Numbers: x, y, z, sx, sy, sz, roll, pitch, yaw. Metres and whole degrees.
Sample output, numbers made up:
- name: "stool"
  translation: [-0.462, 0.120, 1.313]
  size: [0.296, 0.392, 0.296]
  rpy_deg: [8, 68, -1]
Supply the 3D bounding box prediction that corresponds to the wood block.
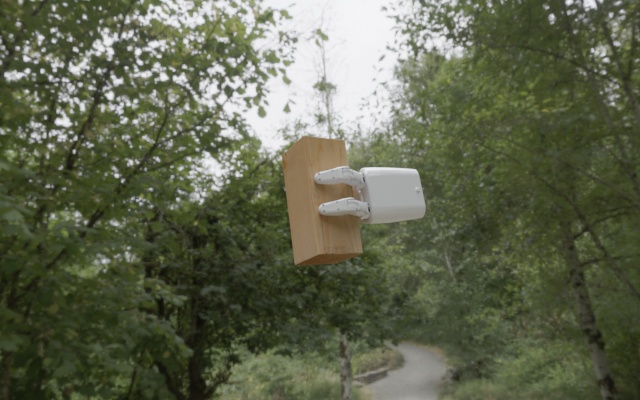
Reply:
- name: "wood block"
  translation: [0.000, 0.003, 0.839]
  size: [0.090, 0.206, 0.091]
  rpy_deg: [2, -19, -30]
